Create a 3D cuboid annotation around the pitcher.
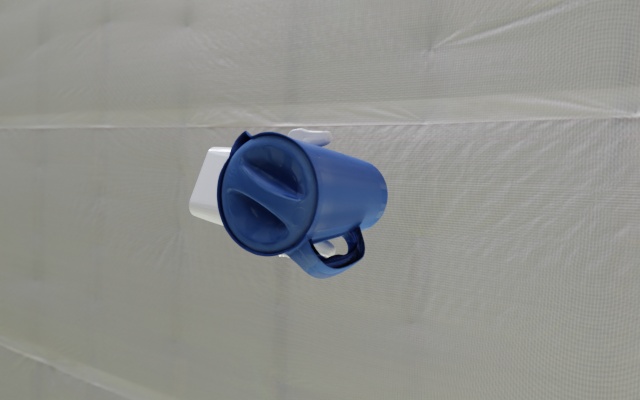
[{"bbox_3d":[0.000,0.002,0.605,0.145,0.149,0.243,11,5,29],"label":"pitcher"}]
